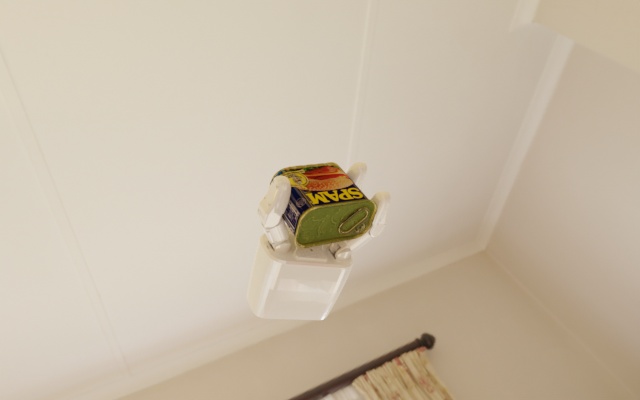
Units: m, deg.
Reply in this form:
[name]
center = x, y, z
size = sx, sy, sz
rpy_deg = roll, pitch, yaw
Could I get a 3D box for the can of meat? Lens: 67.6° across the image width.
[can of meat]
center = 0.000, 0.002, 0.555
size = 0.102, 0.057, 0.084
rpy_deg = -8, 41, -30
